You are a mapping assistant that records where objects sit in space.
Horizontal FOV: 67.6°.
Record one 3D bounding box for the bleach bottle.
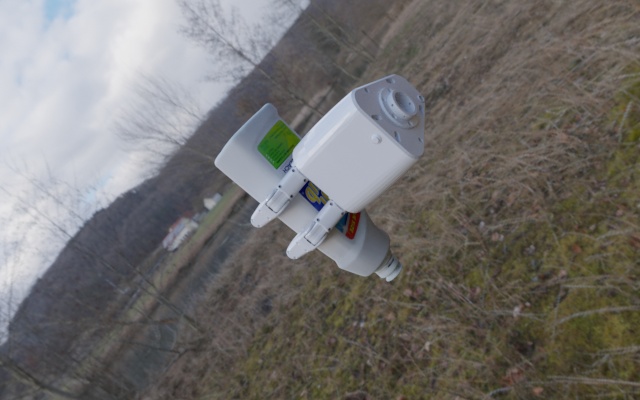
[{"bbox_3d":[0.000,0.002,0.574,0.068,0.251,0.102,-42,11,44],"label":"bleach bottle"}]
